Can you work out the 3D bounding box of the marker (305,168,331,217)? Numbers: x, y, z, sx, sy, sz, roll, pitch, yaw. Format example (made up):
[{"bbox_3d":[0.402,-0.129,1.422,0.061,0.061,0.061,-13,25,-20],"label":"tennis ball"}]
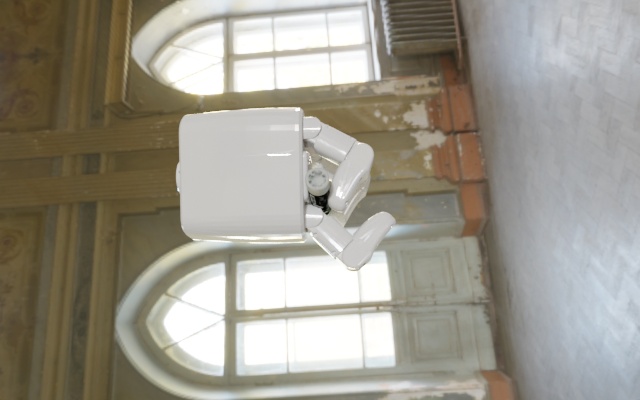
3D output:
[{"bbox_3d":[0.000,0.001,0.422,0.020,0.020,0.121,0,-17,3],"label":"marker"}]
